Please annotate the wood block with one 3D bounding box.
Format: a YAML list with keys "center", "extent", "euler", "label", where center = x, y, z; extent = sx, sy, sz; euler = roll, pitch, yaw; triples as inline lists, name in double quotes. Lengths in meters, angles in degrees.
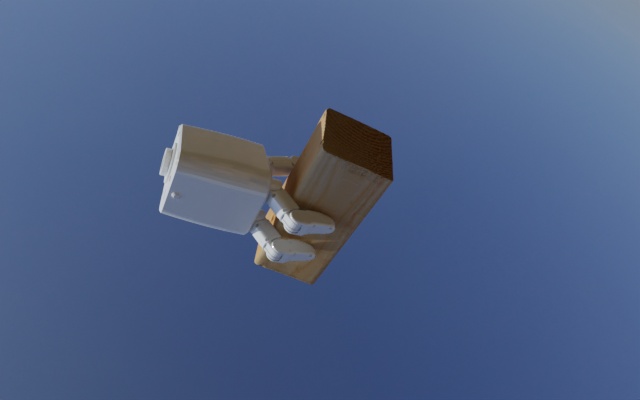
- center: [0.000, 0.002, 0.602]
  extent: [0.090, 0.090, 0.206]
  euler: [22, -50, -14]
  label: "wood block"
